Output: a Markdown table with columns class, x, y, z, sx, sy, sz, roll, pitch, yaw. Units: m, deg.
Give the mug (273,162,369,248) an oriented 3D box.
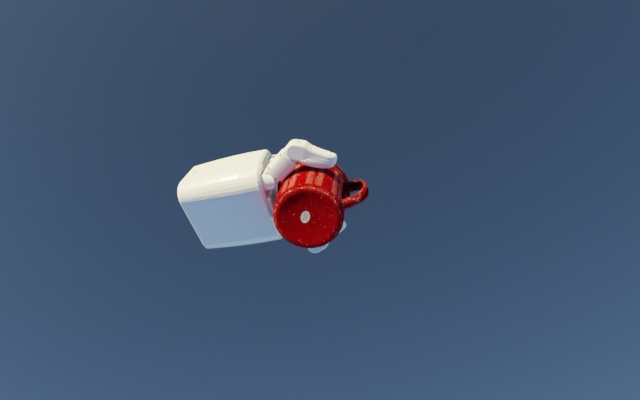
| class | x | y | z | sx | sy | sz | roll | pitch | yaw |
| --- | --- | --- | --- | --- | --- | --- | --- | --- | --- |
| mug | 0.001 | 0.002 | 0.568 | 0.117 | 0.093 | 0.081 | -11 | 23 | 10 |
